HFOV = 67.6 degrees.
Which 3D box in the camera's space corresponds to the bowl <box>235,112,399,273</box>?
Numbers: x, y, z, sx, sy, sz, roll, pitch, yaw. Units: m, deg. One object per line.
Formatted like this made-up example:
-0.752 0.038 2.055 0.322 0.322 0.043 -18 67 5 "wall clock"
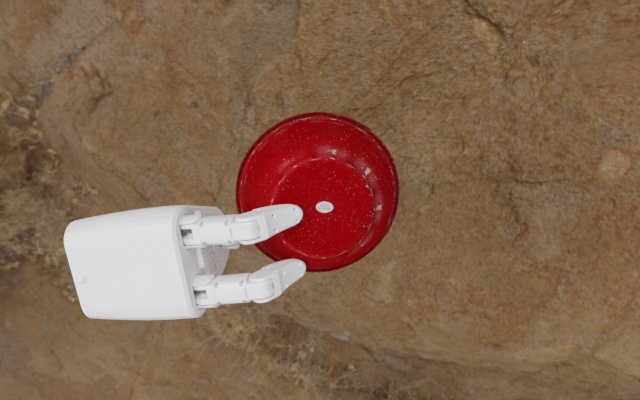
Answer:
0.001 0.001 0.443 0.162 0.162 0.055 0 15 -5 "bowl"
